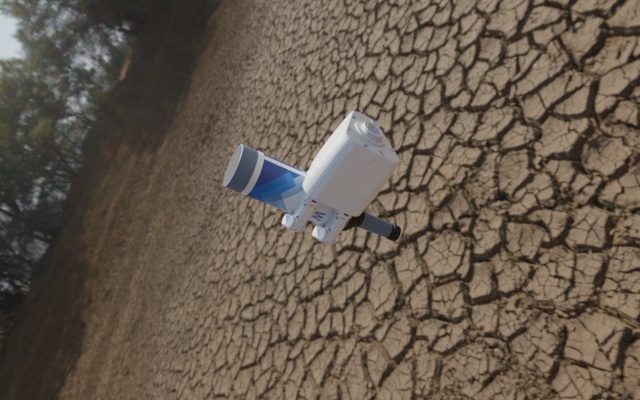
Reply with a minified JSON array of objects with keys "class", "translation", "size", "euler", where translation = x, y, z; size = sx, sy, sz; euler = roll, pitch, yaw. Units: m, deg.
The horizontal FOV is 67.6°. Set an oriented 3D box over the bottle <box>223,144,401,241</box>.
[{"class":"bottle","translation":[0.000,0.002,0.738],"size":[0.296,0.069,0.069],"euler":[23,-9,-22]}]
